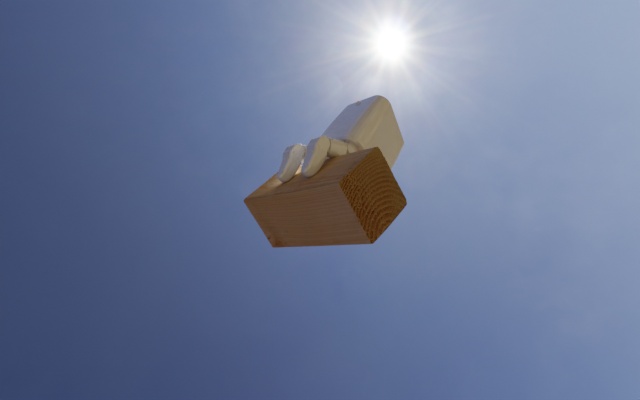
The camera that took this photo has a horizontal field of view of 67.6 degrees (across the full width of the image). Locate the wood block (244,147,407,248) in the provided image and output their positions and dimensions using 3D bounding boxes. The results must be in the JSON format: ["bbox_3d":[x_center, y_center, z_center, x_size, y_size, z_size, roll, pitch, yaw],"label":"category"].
[{"bbox_3d":[0.000,0.002,0.655,0.206,0.091,0.090,-9,28,50],"label":"wood block"}]
